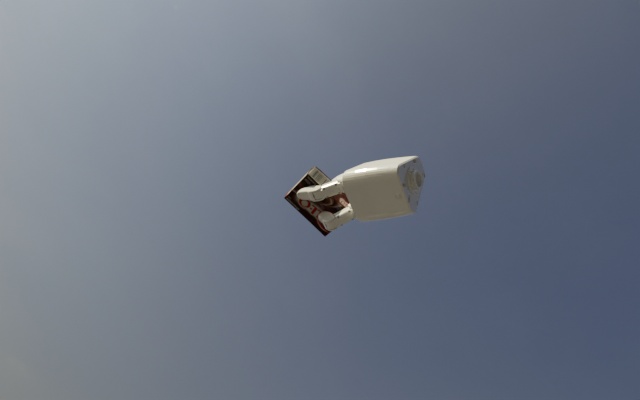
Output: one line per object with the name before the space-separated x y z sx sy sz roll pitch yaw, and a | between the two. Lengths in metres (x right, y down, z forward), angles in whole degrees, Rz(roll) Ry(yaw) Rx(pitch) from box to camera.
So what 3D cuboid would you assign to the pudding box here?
pudding box | 0.000 0.003 0.898 0.090 0.113 0.039 -43 4 43
